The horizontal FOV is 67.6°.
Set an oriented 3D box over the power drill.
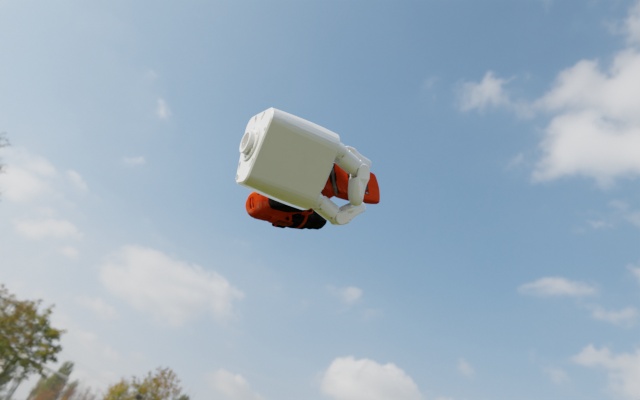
[{"bbox_3d":[0.000,0.002,0.783,0.188,0.057,0.184,-22,-22,34],"label":"power drill"}]
